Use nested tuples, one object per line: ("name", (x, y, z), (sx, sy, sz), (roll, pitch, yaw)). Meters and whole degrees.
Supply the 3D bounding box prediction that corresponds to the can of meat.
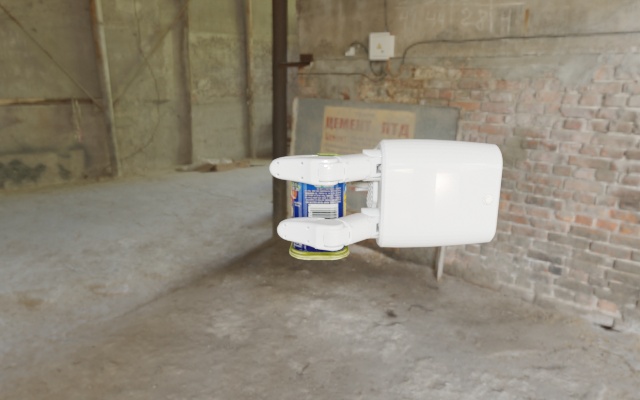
("can of meat", (0.000, 0.001, 0.475), (0.057, 0.084, 0.102), (1, 15, 2))
